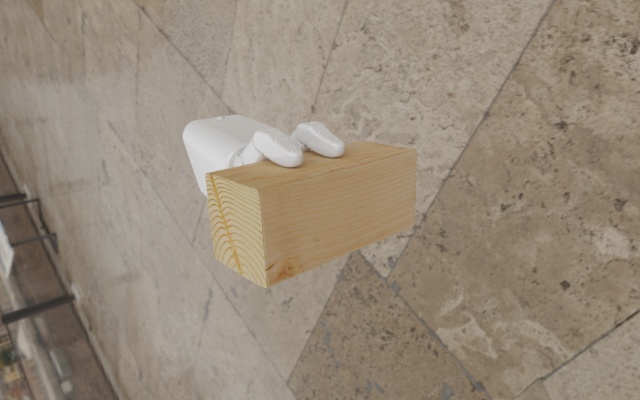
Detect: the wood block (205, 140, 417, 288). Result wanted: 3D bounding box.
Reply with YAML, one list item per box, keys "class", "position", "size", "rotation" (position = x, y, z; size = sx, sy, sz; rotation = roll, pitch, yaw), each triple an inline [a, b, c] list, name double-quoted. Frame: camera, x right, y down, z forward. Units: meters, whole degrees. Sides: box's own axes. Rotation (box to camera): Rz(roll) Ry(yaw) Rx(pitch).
- class: "wood block"
  position: [0.000, 0.002, 0.488]
  size: [0.206, 0.091, 0.090]
  rotation: [-17, 24, -39]
